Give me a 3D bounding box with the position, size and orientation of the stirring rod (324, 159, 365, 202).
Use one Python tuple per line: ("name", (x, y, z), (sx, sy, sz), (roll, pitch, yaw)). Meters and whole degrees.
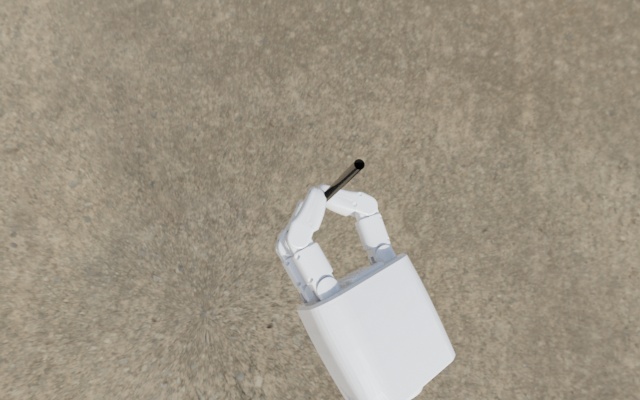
("stirring rod", (0.000, 0.002, 0.451), (0.011, 0.011, 0.239), (0, -13, -14))
